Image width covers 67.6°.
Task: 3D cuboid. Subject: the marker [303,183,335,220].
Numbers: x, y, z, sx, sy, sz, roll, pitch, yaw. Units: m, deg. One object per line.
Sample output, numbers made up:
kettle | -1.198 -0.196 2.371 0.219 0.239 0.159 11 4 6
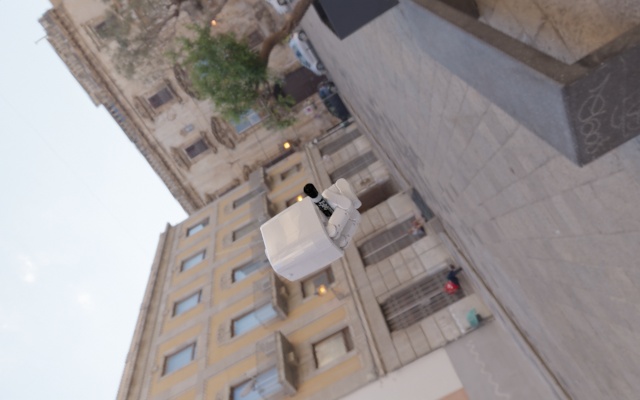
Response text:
marker | 0.000 0.003 0.783 0.020 0.020 0.121 0 -22 21
